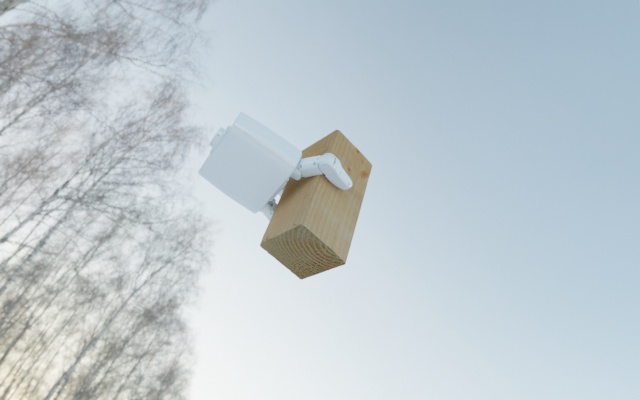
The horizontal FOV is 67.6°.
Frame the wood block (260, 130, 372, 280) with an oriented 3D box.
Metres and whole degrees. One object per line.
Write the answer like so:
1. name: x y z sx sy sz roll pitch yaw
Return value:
1. wood block: 0.000 0.002 0.714 0.091 0.206 0.090 -26 -59 38
